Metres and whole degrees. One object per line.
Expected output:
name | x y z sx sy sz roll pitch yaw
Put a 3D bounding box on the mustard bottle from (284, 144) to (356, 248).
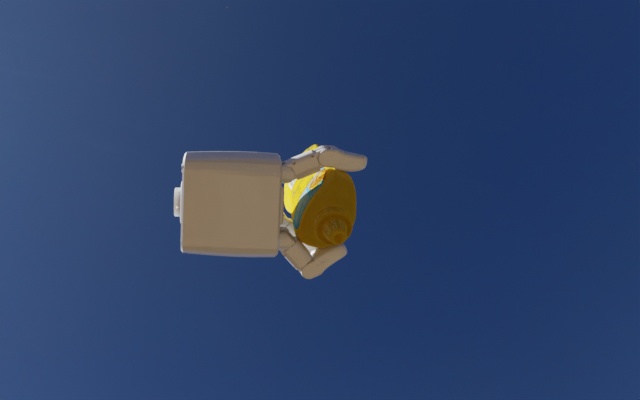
mustard bottle | 0.000 0.002 0.573 0.058 0.096 0.191 26 15 -20
